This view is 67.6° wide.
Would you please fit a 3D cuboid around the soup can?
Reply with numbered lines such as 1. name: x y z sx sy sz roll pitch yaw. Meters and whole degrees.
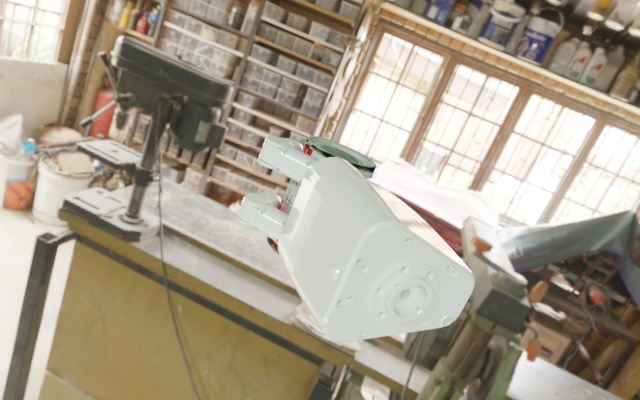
1. soup can: 0.000 0.001 0.433 0.068 0.102 0.068 21 17 -7
